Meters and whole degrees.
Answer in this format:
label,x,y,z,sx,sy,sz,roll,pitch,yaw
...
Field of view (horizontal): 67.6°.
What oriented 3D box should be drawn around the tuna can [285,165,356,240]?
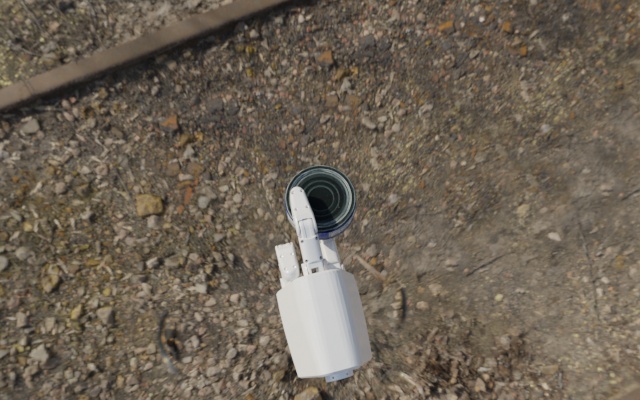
label,x,y,z,sx,sy,sz,roll,pitch,yaw
tuna can,0.000,0.002,0.570,0.086,0.086,0.034,0,-19,1
